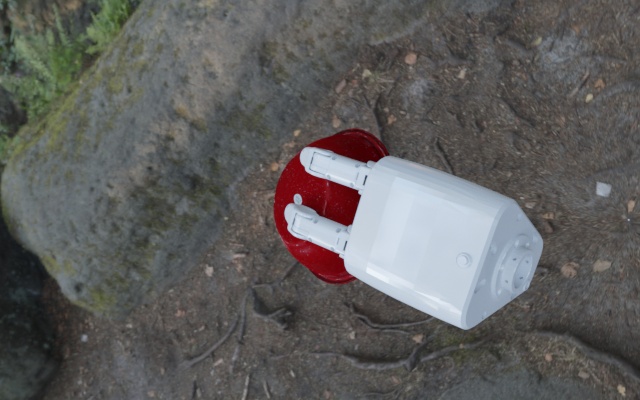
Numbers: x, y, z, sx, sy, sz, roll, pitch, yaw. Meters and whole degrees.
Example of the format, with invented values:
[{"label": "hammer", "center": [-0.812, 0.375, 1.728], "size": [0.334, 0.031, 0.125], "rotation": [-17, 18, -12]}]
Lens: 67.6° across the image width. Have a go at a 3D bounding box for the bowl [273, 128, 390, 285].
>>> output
[{"label": "bowl", "center": [-0.001, 0.001, 0.479], "size": [0.055, 0.162, 0.162], "rotation": [10, -6, -36]}]
